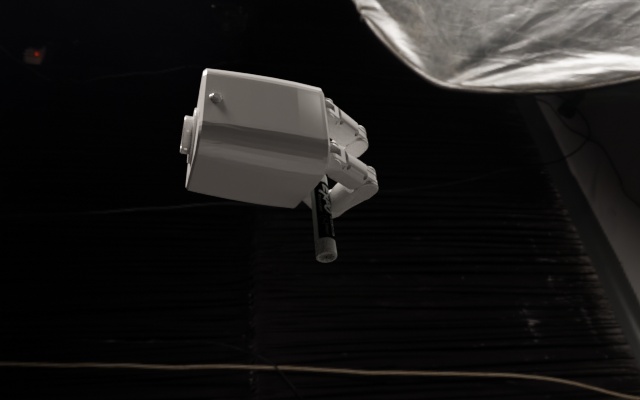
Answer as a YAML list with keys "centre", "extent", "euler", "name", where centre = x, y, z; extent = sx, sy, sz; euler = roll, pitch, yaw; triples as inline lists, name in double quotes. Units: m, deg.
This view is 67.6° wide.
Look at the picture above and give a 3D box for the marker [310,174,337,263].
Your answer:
- centre: [0.000, 0.001, 0.451]
  extent: [0.020, 0.121, 0.020]
  euler: [-4, -36, -3]
  name: "marker"
